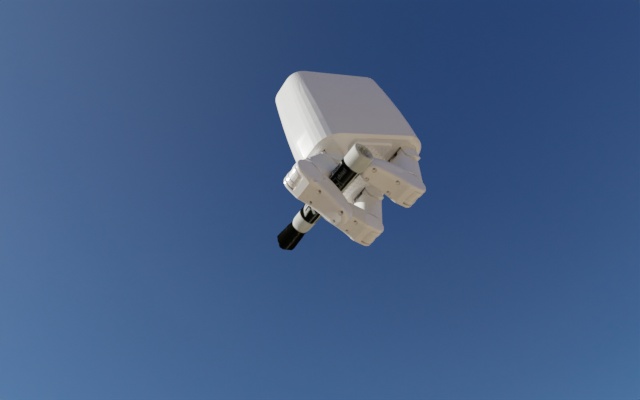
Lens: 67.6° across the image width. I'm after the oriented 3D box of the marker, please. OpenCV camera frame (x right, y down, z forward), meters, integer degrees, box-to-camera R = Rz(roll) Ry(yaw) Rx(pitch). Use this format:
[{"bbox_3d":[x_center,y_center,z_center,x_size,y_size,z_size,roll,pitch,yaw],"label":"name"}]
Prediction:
[{"bbox_3d":[0.000,0.001,0.400,0.020,0.020,0.121,0,-41,-48],"label":"marker"}]
